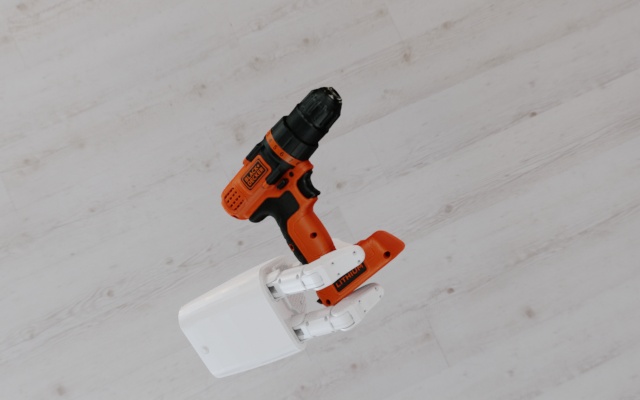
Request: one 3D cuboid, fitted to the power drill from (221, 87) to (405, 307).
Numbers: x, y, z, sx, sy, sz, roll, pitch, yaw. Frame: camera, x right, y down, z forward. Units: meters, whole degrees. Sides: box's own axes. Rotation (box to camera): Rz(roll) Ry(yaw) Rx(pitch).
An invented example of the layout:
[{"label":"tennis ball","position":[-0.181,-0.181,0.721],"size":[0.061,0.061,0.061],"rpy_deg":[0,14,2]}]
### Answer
[{"label":"power drill","position":[0.000,0.002,0.503],"size":[0.184,0.187,0.057],"rpy_deg":[-45,-12,27]}]
